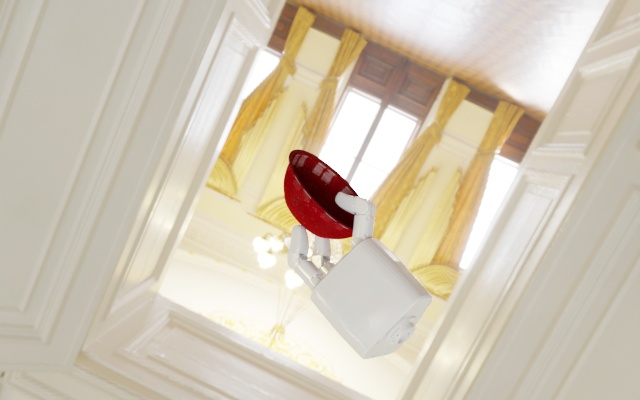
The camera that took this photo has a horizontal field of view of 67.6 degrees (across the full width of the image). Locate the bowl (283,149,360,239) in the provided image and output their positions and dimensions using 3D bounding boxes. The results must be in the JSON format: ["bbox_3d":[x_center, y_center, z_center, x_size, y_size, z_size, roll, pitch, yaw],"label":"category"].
[{"bbox_3d":[-0.001,0.002,0.689,0.055,0.162,0.162,-44,-20,21],"label":"bowl"}]
